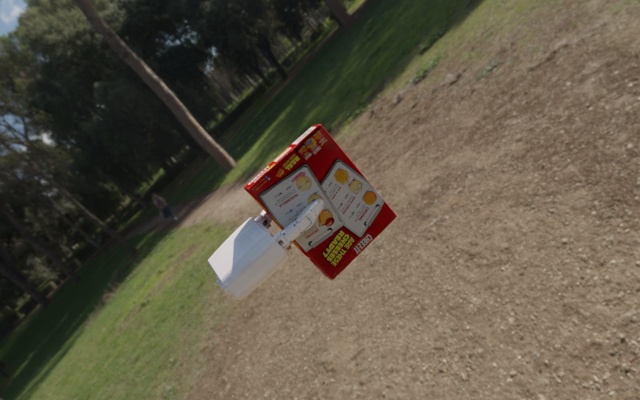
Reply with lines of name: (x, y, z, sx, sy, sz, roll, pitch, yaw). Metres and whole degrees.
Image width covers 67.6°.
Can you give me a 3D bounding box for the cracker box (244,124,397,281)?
cracker box: (0.000, 0.003, 0.826, 0.164, 0.214, 0.072, -43, 14, -8)
